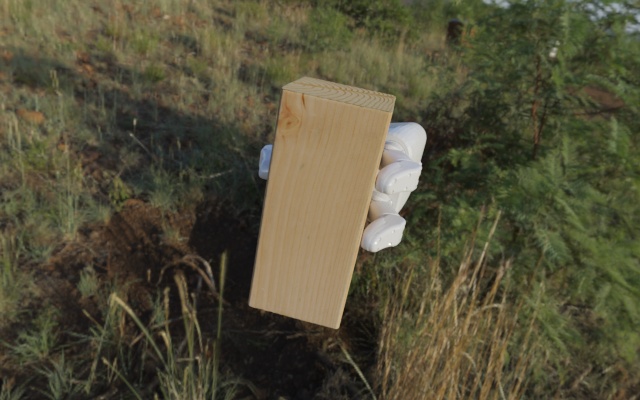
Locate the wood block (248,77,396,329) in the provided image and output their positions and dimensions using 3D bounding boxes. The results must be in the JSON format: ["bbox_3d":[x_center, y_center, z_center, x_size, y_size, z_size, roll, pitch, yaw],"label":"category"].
[{"bbox_3d":[0.000,0.001,0.445,0.091,0.206,0.090,14,22,6],"label":"wood block"}]
